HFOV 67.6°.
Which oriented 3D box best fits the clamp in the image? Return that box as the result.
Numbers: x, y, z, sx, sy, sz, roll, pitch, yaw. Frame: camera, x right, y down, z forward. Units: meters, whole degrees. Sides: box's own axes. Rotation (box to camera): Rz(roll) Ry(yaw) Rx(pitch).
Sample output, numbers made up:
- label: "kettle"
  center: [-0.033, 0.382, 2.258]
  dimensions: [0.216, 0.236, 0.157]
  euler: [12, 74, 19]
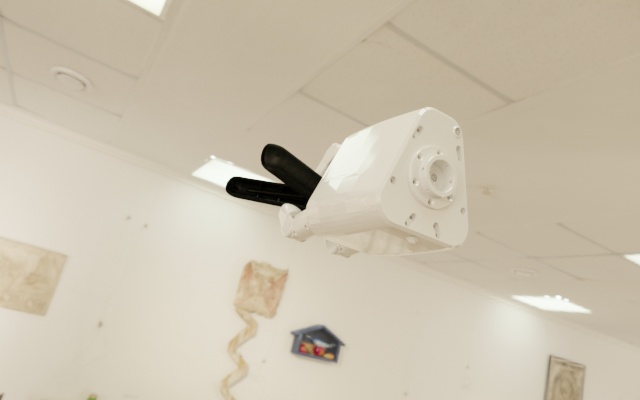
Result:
- label: "clamp"
  center: [0.001, 0.001, 0.529]
  dimensions: [0.210, 0.036, 0.164]
  euler: [22, -16, -25]
